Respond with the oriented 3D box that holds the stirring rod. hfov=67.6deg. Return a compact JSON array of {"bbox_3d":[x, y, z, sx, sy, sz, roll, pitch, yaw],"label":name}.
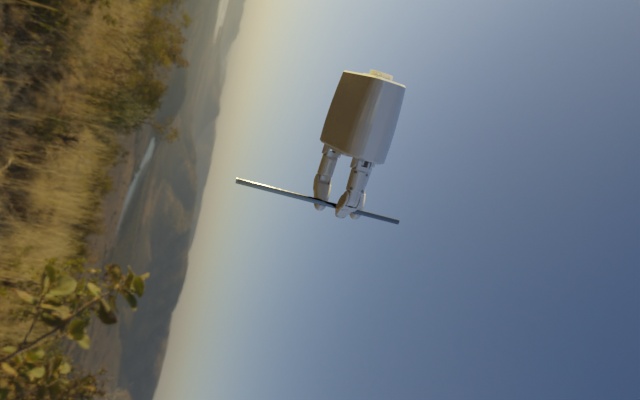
[{"bbox_3d":[0.000,0.002,0.669,0.239,0.011,0.011,14,-3,-13],"label":"stirring rod"}]
